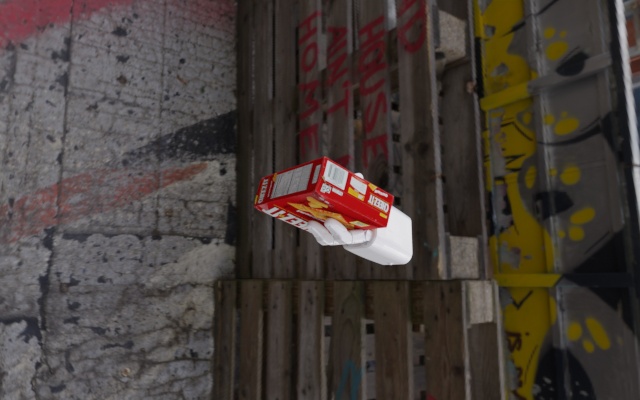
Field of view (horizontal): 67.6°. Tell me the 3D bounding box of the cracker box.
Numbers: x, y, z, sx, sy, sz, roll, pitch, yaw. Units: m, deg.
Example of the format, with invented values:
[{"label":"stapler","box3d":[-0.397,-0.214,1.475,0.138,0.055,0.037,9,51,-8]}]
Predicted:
[{"label":"cracker box","box3d":[0.000,0.003,0.882,0.164,0.072,0.214,27,-23,-30]}]
